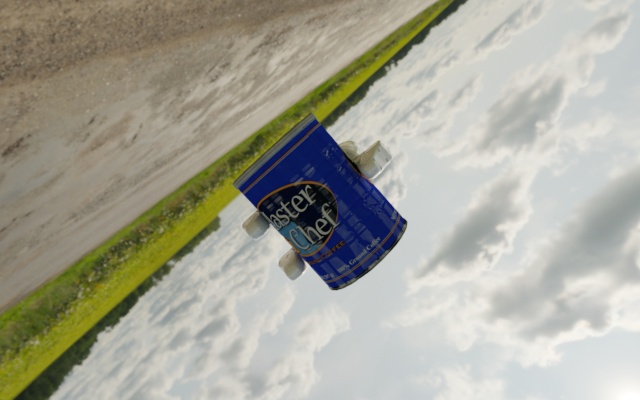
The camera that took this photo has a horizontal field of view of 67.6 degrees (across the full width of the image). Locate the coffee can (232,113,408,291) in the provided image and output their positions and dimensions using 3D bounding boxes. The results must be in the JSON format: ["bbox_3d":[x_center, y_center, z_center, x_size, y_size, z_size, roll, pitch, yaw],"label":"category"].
[{"bbox_3d":[0.000,0.001,0.464,0.103,0.140,0.103,-41,7,6],"label":"coffee can"}]
